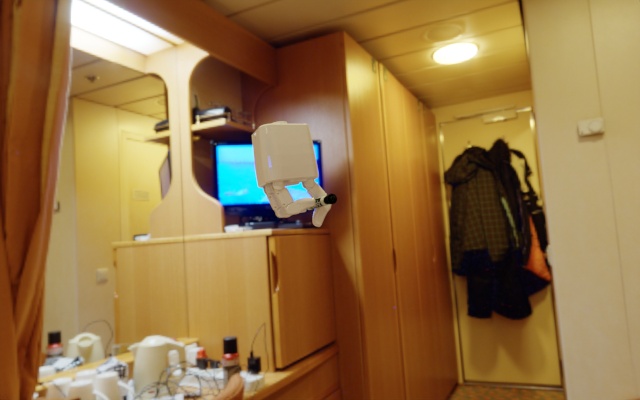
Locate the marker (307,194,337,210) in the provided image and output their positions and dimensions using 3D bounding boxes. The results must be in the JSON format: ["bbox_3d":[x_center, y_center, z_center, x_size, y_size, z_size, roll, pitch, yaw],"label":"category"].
[{"bbox_3d":[0.000,0.003,0.885,0.020,0.020,0.121,0,-6,-22],"label":"marker"}]
